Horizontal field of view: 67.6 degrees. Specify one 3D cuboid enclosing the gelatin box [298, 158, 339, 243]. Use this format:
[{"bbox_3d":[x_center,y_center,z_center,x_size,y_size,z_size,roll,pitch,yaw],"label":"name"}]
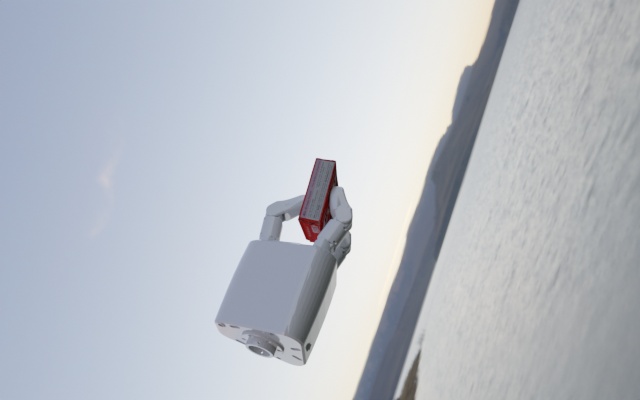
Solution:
[{"bbox_3d":[0.000,0.002,0.609,0.030,0.089,0.073,10,-23,10],"label":"gelatin box"}]
